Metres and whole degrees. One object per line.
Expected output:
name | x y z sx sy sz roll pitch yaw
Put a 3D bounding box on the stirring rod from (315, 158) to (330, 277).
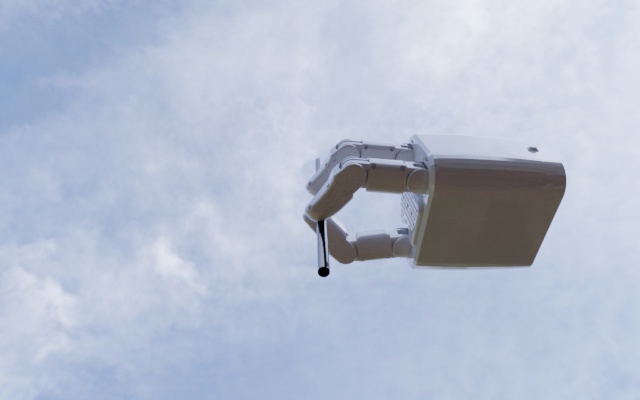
stirring rod | 0.000 0.001 0.419 0.011 0.011 0.239 0 22 -1
